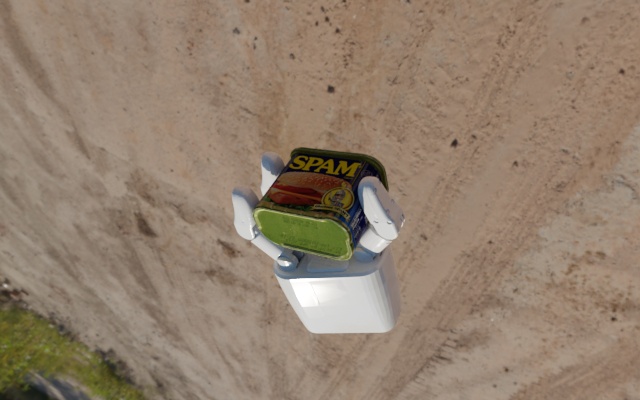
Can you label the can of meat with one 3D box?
[{"bbox_3d":[0.000,0.002,0.440,0.102,0.057,0.084,10,48,27],"label":"can of meat"}]
